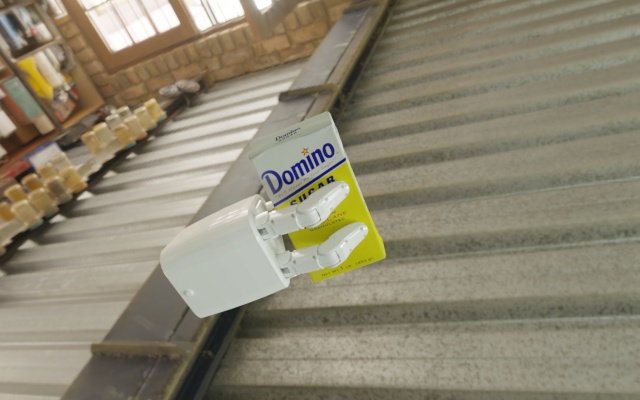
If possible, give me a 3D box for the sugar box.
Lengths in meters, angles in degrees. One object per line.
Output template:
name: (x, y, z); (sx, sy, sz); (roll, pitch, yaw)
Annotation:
sugar box: (0.000, 0.002, 0.524); (0.093, 0.176, 0.048); (-22, 30, 7)
